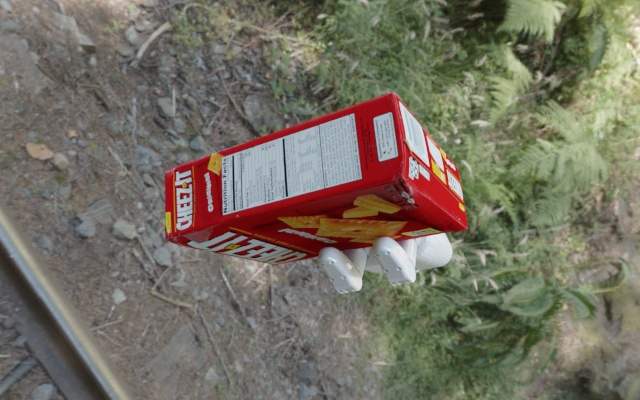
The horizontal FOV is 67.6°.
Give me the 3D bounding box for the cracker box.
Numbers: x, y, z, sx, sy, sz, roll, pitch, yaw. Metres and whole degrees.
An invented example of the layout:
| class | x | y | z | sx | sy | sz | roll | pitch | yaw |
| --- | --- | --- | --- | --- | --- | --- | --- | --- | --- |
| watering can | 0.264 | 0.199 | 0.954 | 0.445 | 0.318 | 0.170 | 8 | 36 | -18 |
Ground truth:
| class | x | y | z | sx | sy | sz | roll | pitch | yaw |
| --- | --- | --- | --- | --- | --- | --- | --- | --- | --- |
| cracker box | 0.000 | 0.001 | 0.418 | 0.214 | 0.072 | 0.164 | -15 | -22 | 26 |
